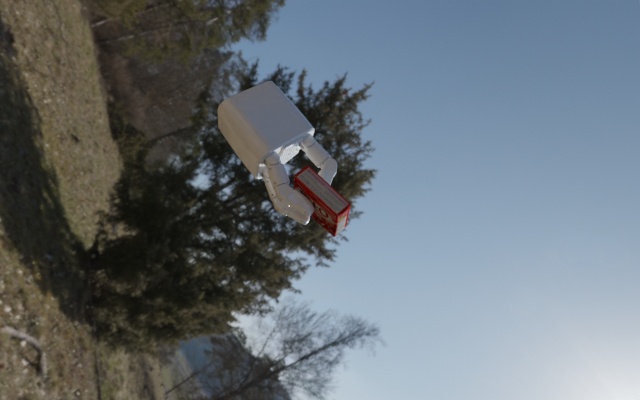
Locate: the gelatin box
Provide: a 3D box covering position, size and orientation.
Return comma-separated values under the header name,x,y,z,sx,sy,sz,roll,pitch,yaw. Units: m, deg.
name,x,y,z,sx,sy,sz,roll,pitch,yaw
gelatin box,0.001,0.002,0.686,0.030,0.089,0.073,-41,-19,-21
